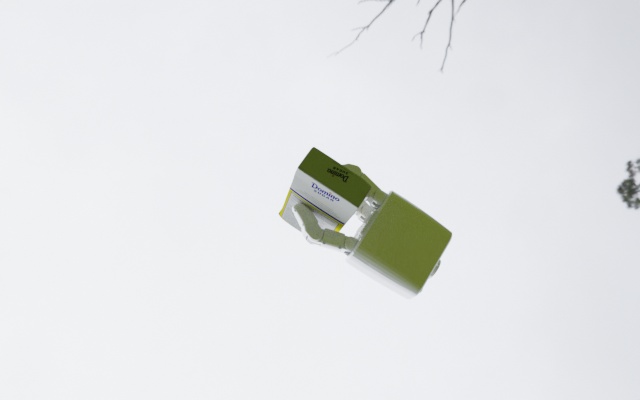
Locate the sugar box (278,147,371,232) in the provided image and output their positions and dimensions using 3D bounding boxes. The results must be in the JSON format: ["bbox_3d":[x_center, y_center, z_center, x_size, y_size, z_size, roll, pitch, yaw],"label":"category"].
[{"bbox_3d":[0.000,0.002,0.668,0.093,0.048,0.176,34,-28,1],"label":"sugar box"}]
